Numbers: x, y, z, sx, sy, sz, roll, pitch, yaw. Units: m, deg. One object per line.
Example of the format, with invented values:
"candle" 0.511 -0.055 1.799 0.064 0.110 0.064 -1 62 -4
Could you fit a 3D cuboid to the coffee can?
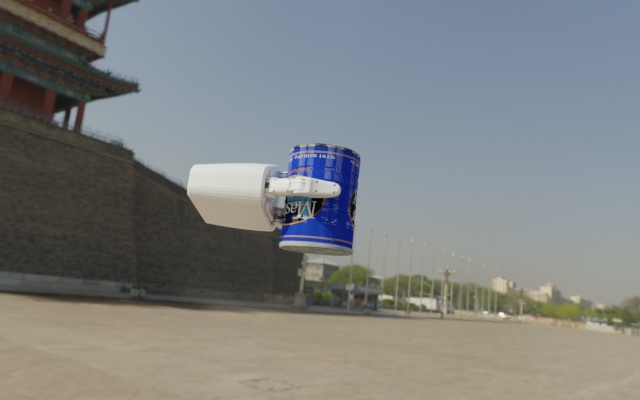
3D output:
"coffee can" 0.000 0.002 0.673 0.103 0.140 0.103 6 -11 1
